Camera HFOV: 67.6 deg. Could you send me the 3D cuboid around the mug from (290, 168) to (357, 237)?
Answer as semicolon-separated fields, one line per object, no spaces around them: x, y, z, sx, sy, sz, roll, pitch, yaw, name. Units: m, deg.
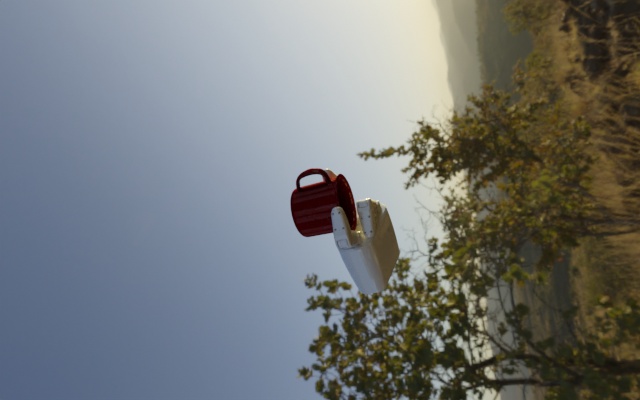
-0.001;0.001;0.745;0.081;0.117;0.093;-13;33;19;mug
